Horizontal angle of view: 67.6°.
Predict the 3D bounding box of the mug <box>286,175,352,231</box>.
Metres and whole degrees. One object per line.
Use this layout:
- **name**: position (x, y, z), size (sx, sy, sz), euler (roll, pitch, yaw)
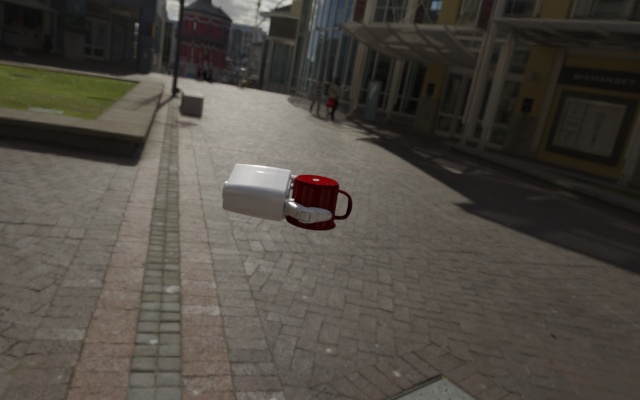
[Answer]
- **mug**: position (0.002, 0.003, 0.862), size (0.117, 0.081, 0.093), euler (9, 14, -2)
